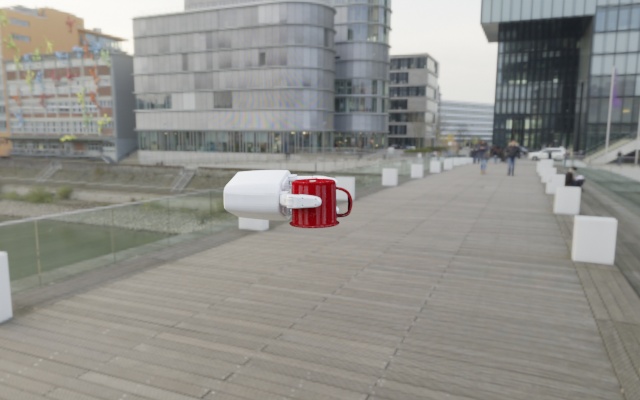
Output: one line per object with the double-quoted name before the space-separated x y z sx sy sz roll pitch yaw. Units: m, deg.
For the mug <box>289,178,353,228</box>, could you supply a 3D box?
"mug" 0.002 0.003 0.875 0.117 0.081 0.093 0 8 7
